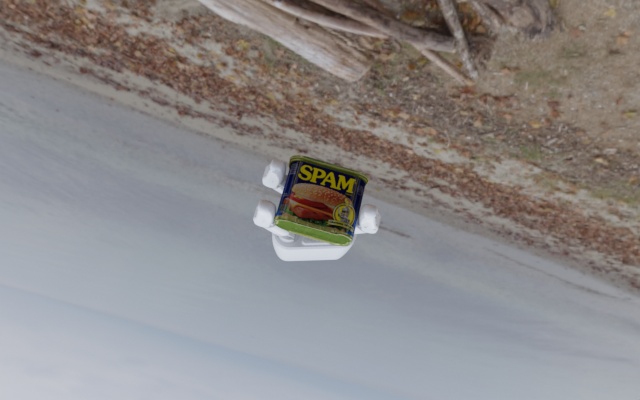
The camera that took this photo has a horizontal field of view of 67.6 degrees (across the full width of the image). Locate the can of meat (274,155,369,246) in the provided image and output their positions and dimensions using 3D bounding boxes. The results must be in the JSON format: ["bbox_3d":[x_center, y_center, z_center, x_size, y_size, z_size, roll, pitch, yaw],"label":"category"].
[{"bbox_3d":[0.000,0.002,0.585,0.102,0.084,0.057,16,-18,-3],"label":"can of meat"}]
